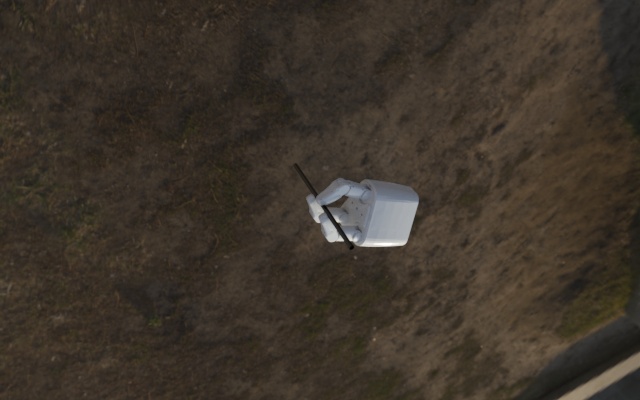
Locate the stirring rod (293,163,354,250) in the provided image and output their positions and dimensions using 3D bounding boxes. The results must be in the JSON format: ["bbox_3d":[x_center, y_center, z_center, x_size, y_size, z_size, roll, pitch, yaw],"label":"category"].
[{"bbox_3d":[0.000,0.003,0.808,0.011,0.011,0.239,0,35,-29],"label":"stirring rod"}]
